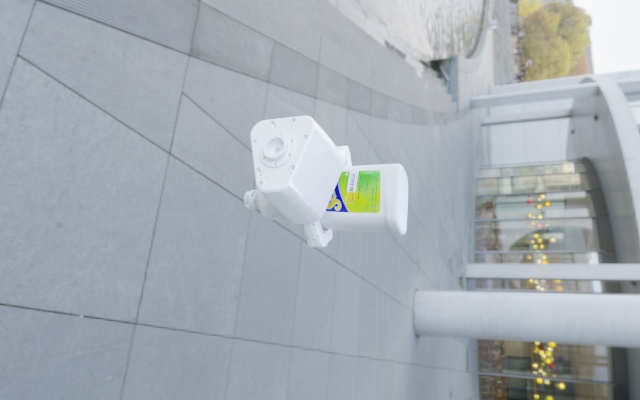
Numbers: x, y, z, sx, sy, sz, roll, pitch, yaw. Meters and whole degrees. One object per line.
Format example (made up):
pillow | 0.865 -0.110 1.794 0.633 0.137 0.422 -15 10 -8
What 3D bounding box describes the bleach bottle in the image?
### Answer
bleach bottle | 0.000 0.002 0.714 0.251 0.102 0.068 -3 -23 22
